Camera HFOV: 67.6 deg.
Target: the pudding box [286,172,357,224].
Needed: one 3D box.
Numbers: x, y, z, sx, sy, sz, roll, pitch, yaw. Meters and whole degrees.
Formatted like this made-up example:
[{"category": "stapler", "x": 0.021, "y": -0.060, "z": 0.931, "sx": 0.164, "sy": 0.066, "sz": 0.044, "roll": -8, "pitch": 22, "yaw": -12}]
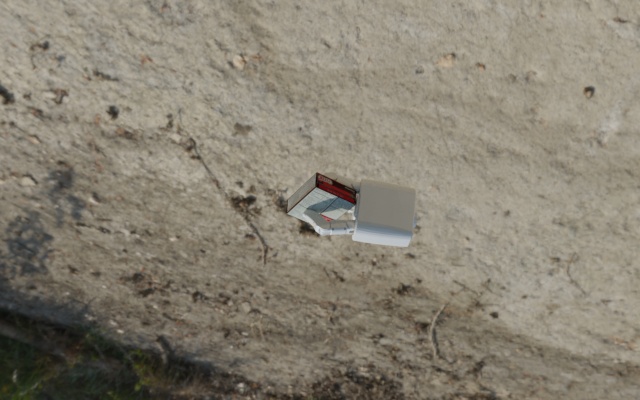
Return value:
[{"category": "pudding box", "x": 0.000, "y": 0.003, "z": 0.895, "sx": 0.090, "sy": 0.039, "sz": 0.113, "roll": 25, "pitch": -42, "yaw": -23}]
